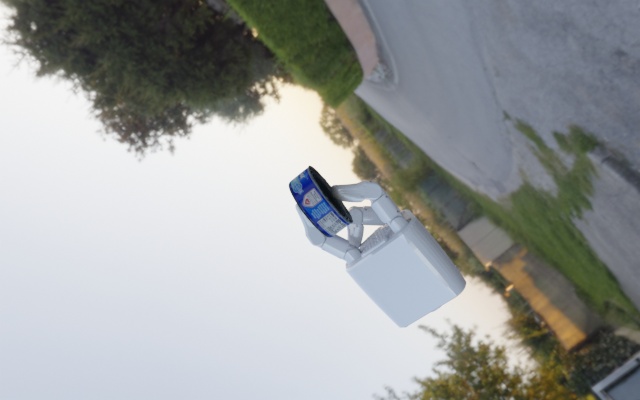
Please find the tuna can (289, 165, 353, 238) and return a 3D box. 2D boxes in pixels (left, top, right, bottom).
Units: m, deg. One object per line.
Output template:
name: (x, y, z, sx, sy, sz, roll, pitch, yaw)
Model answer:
tuna can: (0.000, 0.002, 0.572, 0.034, 0.086, 0.086, -37, -7, 10)
